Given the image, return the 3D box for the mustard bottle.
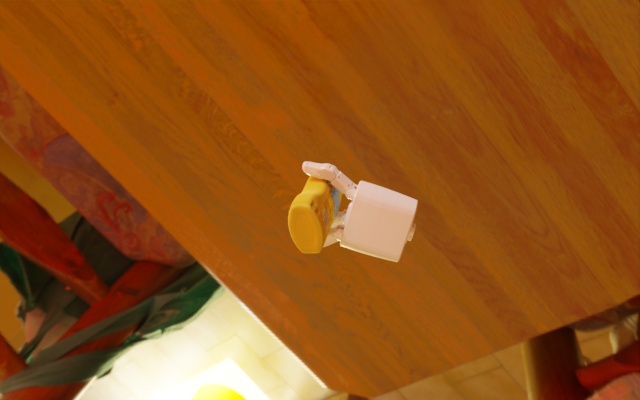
[{"bbox_3d":[0.000,0.003,0.836,0.058,0.096,0.191,-4,27,19],"label":"mustard bottle"}]
